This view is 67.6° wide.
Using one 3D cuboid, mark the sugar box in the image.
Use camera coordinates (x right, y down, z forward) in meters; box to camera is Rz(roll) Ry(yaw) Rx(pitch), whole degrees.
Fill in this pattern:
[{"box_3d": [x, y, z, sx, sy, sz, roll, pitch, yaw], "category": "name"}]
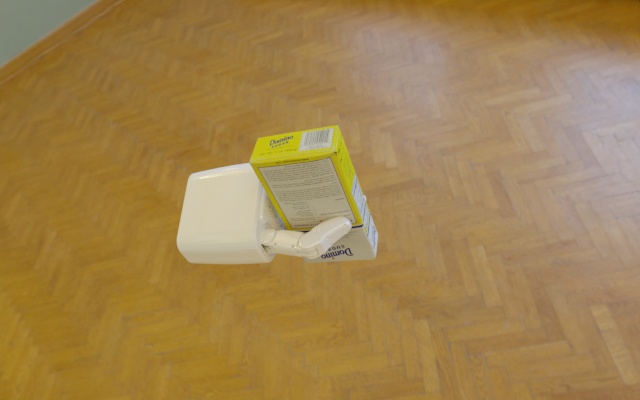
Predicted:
[{"box_3d": [0.000, 0.001, 0.536, 0.093, 0.048, 0.176, -5, -42, 19], "category": "sugar box"}]
